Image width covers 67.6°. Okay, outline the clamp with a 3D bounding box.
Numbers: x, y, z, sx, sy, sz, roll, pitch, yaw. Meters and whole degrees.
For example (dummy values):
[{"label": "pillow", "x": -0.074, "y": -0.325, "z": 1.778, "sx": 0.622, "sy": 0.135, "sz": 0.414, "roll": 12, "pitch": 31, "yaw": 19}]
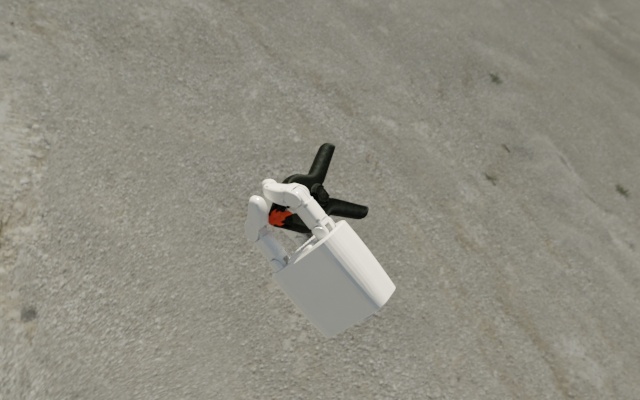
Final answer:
[{"label": "clamp", "x": 0.000, "y": 0.002, "z": 0.642, "sx": 0.039, "sy": 0.120, "sz": 0.171, "roll": -35, "pitch": 5, "yaw": 46}]
